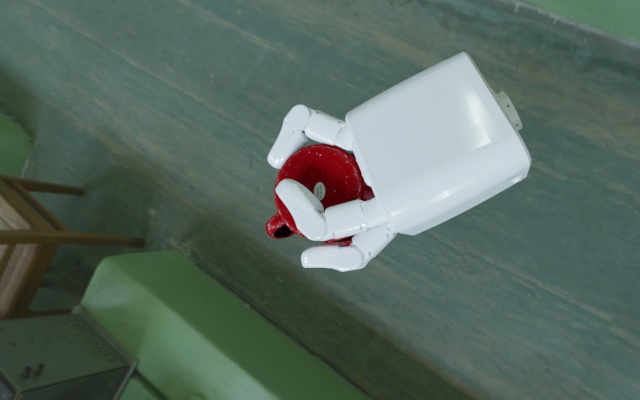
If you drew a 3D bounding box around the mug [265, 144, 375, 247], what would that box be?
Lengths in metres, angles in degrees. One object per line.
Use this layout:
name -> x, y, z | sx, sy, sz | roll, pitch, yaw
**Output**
mug -> -0.001, 0.002, 0.436 | 0.117, 0.093, 0.081 | -29, -16, 16
